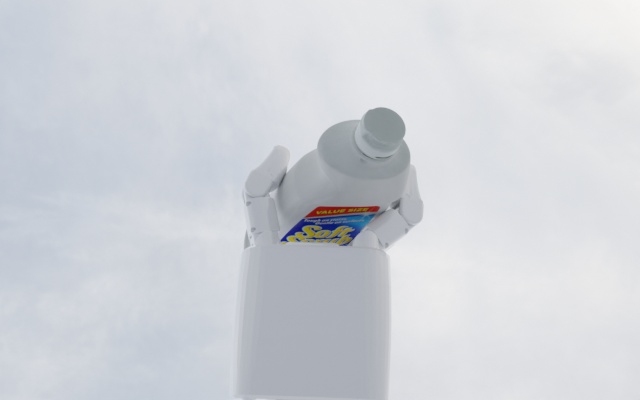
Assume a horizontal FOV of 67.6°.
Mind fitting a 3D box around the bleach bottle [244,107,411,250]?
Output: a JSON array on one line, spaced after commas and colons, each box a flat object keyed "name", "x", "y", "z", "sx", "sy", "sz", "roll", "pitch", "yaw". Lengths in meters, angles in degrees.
[{"name": "bleach bottle", "x": 0.000, "y": 0.001, "z": 0.413, "sx": 0.102, "sy": 0.068, "sz": 0.251, "roll": 8, "pitch": -26, "yaw": -13}]
